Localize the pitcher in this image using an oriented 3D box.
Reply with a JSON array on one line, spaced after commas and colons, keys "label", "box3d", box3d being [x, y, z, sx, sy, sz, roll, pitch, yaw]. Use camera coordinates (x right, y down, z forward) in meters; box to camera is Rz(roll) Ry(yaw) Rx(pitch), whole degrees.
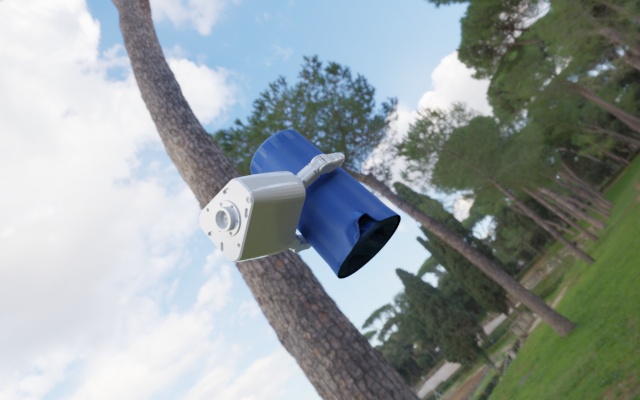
[{"label": "pitcher", "box3d": [0.000, 0.003, 0.773, 0.242, 0.149, 0.145, 45, 31, 23]}]
